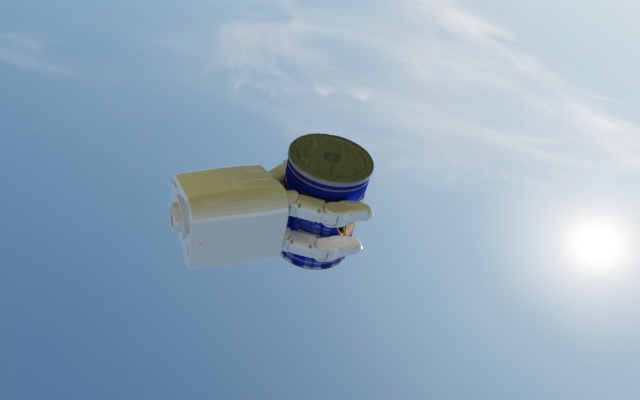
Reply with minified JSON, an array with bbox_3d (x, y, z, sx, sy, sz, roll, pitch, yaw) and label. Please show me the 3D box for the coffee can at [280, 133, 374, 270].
[{"bbox_3d":[0.000,0.002,0.599,0.103,0.140,0.102,9,37,-7],"label":"coffee can"}]
